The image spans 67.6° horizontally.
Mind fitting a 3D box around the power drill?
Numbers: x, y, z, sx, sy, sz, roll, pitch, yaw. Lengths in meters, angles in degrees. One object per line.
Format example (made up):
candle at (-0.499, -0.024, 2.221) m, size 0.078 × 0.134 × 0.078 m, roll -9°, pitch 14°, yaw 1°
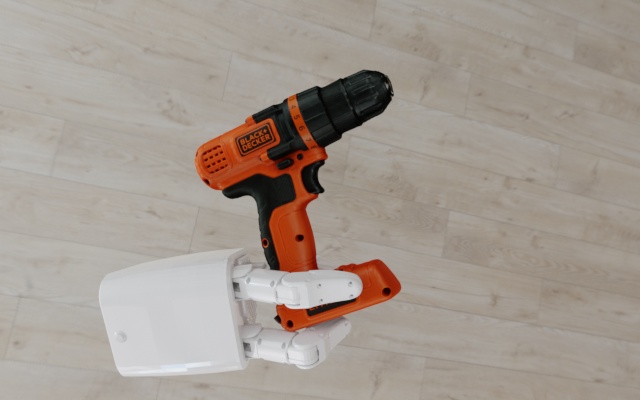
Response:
power drill at (0.000, 0.002, 0.407) m, size 0.184 × 0.187 × 0.057 m, roll -23°, pitch -7°, yaw 15°
